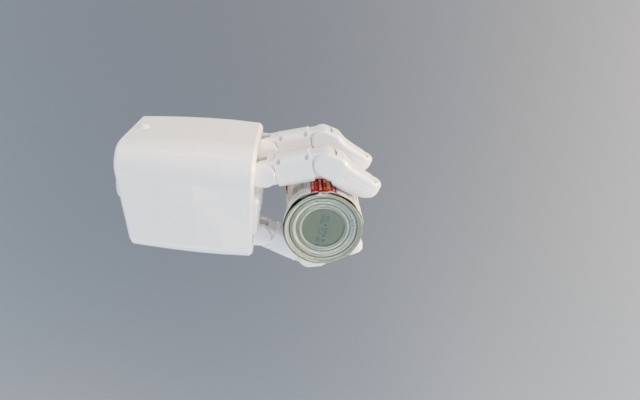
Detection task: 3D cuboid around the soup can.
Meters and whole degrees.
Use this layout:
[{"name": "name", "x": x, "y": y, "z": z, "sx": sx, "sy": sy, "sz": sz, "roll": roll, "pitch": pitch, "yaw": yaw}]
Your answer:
[{"name": "soup can", "x": 0.001, "y": 0.002, "z": 0.429, "sx": 0.068, "sy": 0.068, "sz": 0.102, "roll": 0, "pitch": 26, "yaw": -3}]
